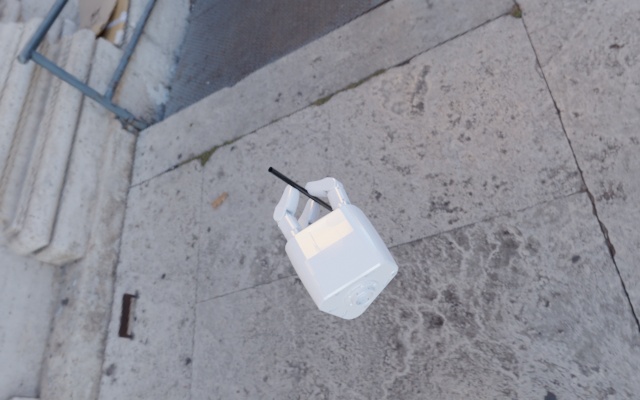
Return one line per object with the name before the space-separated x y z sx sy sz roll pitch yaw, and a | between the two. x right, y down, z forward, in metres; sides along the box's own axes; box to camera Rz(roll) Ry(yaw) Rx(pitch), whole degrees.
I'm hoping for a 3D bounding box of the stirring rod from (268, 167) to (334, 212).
stirring rod | 0.000 0.002 0.733 0.011 0.011 0.240 0 -22 37
